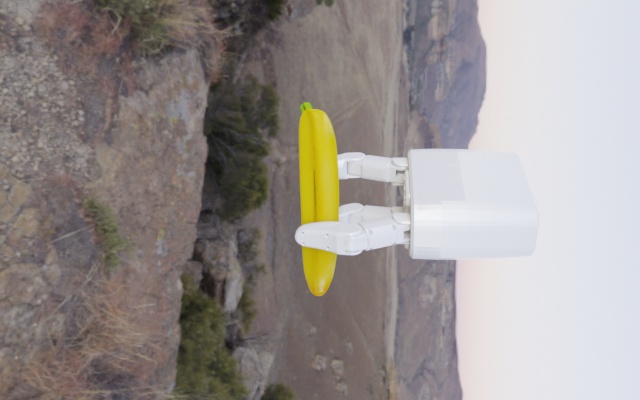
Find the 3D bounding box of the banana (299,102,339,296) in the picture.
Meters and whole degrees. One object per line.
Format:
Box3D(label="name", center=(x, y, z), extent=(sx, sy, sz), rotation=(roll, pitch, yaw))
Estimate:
Box3D(label="banana", center=(-0.001, -0.002, 0.459), extent=(0.037, 0.198, 0.069), rotation=(-2, 0, 1))
